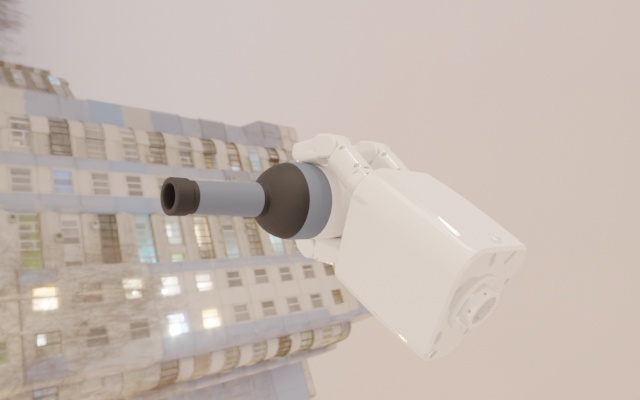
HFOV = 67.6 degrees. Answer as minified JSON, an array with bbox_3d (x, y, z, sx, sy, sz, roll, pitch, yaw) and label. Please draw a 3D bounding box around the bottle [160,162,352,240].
[{"bbox_3d":[0.000,0.001,0.434,0.296,0.069,0.069,2,-2,-44],"label":"bottle"}]
